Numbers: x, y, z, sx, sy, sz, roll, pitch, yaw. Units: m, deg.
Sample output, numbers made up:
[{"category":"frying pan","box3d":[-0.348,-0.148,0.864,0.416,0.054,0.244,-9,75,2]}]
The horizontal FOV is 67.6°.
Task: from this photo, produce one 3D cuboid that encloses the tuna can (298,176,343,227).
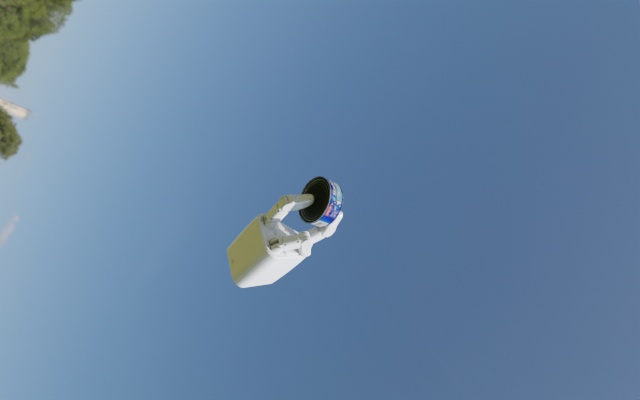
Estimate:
[{"category":"tuna can","box3d":[0.001,0.003,0.845,0.034,0.086,0.086,20,-13,-37]}]
